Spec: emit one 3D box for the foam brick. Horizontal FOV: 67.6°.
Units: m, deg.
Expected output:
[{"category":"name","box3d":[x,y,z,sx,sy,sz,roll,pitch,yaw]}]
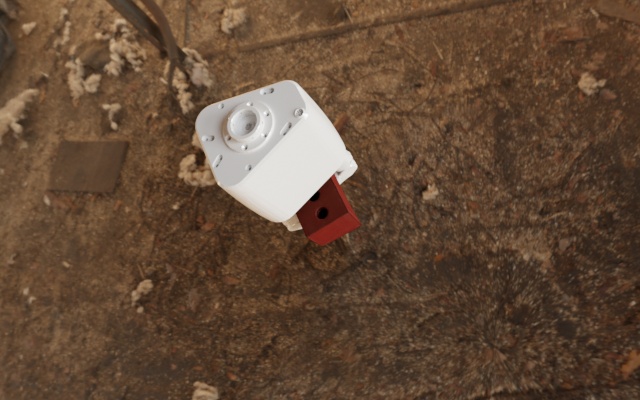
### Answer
[{"category":"foam brick","box3d":[0.000,0.002,0.521,0.053,0.078,0.051,-30,-24,8]}]
